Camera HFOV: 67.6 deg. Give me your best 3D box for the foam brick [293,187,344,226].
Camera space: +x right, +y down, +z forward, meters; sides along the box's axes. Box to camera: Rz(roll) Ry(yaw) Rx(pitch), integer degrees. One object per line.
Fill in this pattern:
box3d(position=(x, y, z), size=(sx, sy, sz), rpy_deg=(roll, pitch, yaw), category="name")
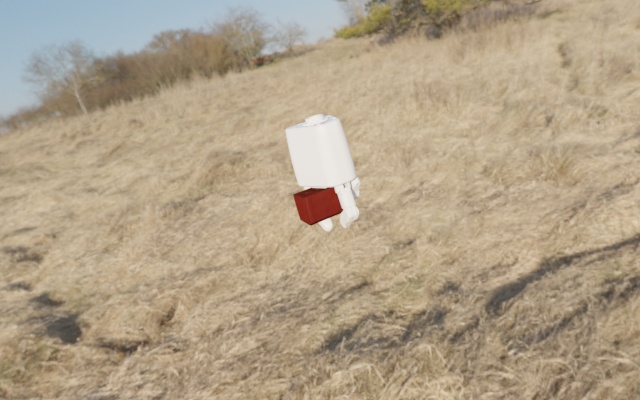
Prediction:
box3d(position=(0.000, 0.003, 0.836), size=(0.078, 0.051, 0.053), rpy_deg=(-22, 17, -21), category="foam brick")
